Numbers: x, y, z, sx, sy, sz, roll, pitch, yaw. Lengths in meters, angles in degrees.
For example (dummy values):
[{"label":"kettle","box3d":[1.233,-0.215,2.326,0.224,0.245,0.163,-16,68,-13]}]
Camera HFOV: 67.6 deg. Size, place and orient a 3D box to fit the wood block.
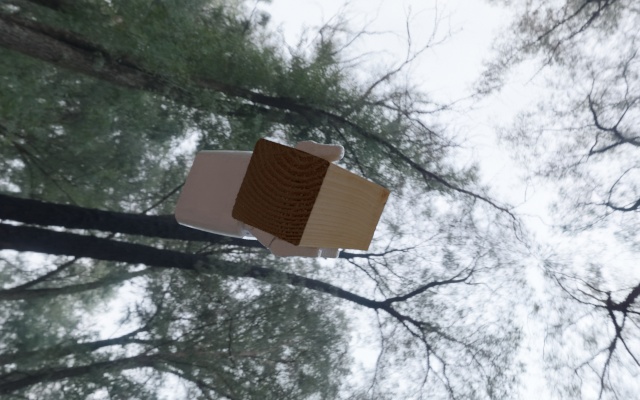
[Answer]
[{"label":"wood block","box3d":[0.000,0.001,0.569,0.090,0.091,0.206,21,2,25]}]
